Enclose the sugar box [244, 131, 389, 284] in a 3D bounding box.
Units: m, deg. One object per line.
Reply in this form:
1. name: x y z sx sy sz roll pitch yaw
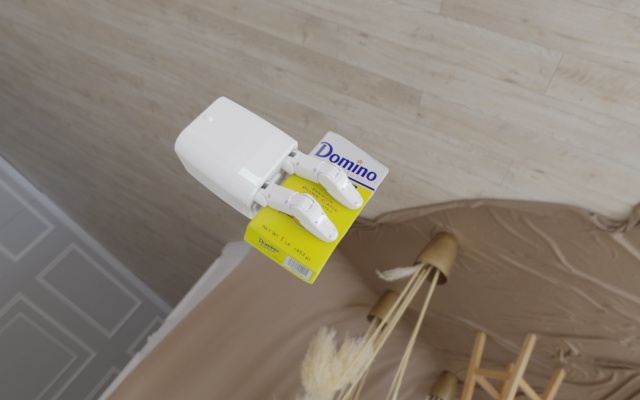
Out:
1. sugar box: 0.000 0.002 0.563 0.093 0.176 0.048 34 -31 4
